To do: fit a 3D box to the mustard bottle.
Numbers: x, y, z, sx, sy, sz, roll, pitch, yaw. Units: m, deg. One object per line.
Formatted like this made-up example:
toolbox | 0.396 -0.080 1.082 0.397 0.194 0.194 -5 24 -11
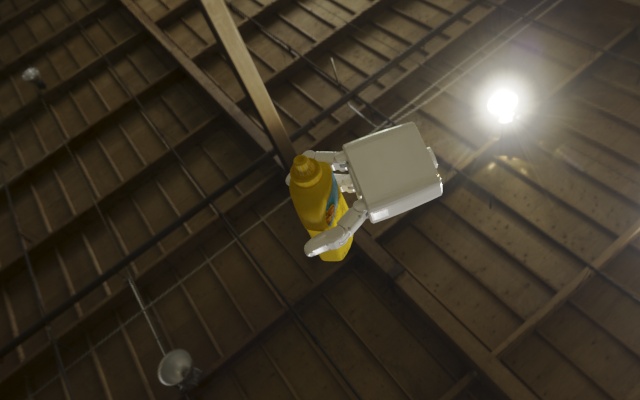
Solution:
mustard bottle | 0.000 0.002 0.665 0.058 0.096 0.192 0 -33 17
